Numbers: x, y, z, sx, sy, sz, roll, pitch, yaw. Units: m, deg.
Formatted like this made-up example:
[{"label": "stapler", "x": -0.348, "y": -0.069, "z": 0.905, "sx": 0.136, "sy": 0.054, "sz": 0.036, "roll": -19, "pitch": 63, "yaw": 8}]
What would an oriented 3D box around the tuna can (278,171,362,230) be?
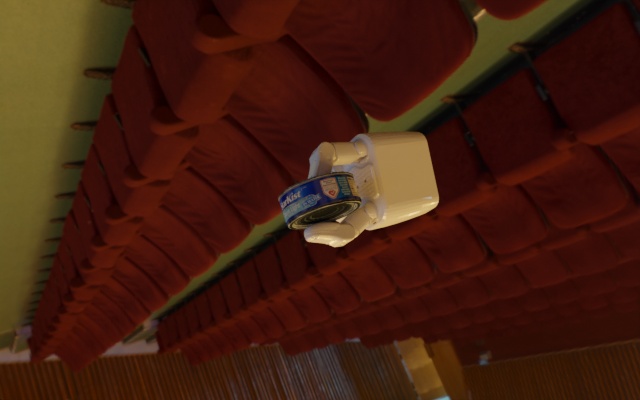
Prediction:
[{"label": "tuna can", "x": 0.000, "y": 0.002, "z": 0.514, "sx": 0.086, "sy": 0.033, "sz": 0.086, "roll": -17, "pitch": -14, "yaw": -4}]
